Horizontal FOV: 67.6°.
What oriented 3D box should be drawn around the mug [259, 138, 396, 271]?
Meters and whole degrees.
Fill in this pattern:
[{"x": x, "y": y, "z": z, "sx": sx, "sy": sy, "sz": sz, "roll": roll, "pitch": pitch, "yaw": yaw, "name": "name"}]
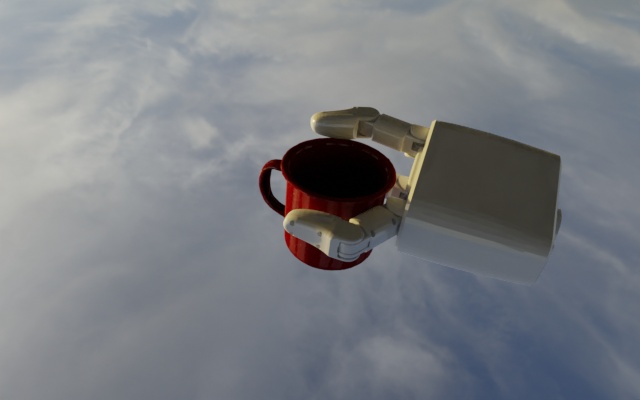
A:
[{"x": -0.001, "y": 0.001, "z": 0.409, "sx": 0.117, "sy": 0.082, "sz": 0.093, "roll": 17, "pitch": 39, "yaw": 13, "name": "mug"}]
